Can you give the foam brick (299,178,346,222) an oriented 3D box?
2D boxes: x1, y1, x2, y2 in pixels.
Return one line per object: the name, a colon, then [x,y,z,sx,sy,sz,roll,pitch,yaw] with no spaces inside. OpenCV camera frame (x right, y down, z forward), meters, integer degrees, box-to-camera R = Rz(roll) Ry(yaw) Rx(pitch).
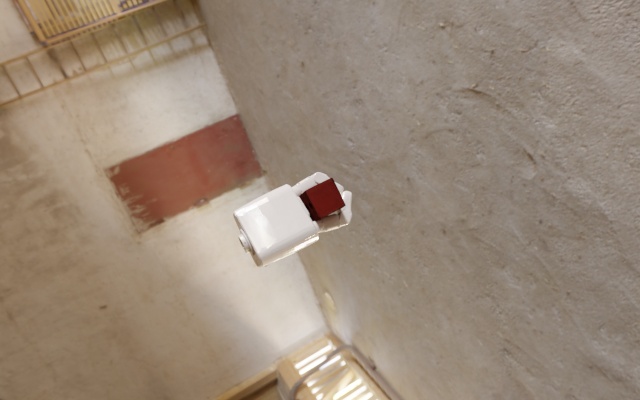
foam brick: [0.000,0.002,0.801,0.051,0.053,0.078,-26,-4,-17]
